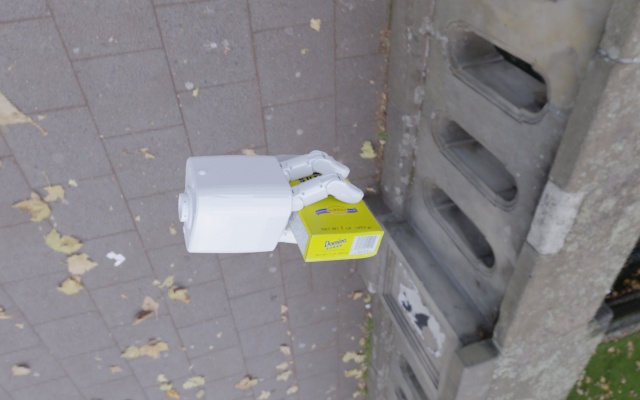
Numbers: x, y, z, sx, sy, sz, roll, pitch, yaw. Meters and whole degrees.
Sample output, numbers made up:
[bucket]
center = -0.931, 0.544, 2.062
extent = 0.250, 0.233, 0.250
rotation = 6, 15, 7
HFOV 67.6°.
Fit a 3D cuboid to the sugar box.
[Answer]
[sugar box]
center = 0.000, 0.002, 0.604
extent = 0.093, 0.048, 0.176
rotation = -1, 38, -24
